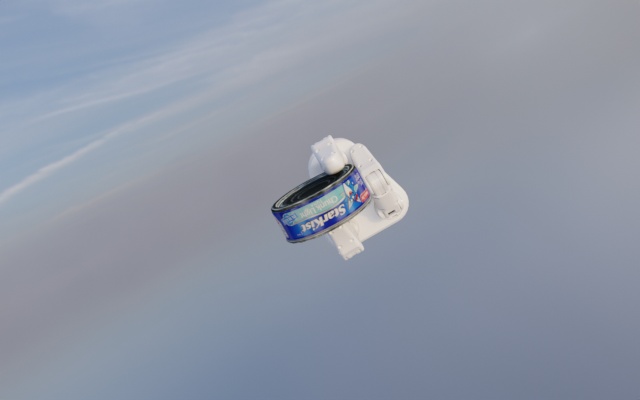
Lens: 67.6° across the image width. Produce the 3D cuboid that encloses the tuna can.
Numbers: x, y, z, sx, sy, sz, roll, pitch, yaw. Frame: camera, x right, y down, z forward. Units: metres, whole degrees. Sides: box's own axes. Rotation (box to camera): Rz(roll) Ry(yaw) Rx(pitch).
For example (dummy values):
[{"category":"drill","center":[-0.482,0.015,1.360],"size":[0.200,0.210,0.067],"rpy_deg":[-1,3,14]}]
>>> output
[{"category":"tuna can","center":[0.000,0.001,0.423],"size":[0.086,0.034,0.086],"rpy_deg":[-27,12,6]}]
